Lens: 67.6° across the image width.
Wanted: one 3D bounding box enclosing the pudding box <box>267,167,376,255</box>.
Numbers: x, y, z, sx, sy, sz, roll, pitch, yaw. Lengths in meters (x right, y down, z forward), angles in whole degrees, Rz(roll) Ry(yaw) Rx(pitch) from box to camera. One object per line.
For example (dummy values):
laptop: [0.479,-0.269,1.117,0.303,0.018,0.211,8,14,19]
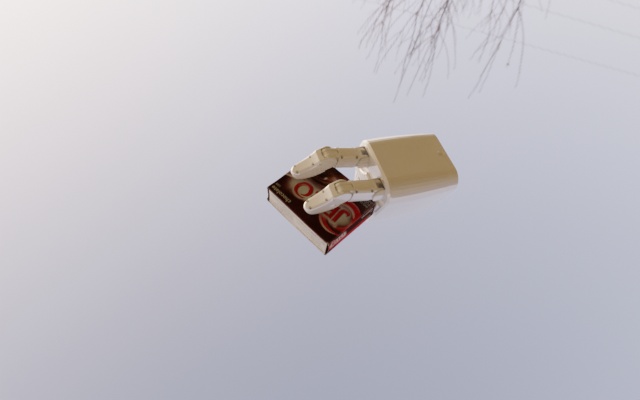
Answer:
pudding box: [0.000,0.002,0.618,0.090,0.113,0.039,-38,-23,-28]
